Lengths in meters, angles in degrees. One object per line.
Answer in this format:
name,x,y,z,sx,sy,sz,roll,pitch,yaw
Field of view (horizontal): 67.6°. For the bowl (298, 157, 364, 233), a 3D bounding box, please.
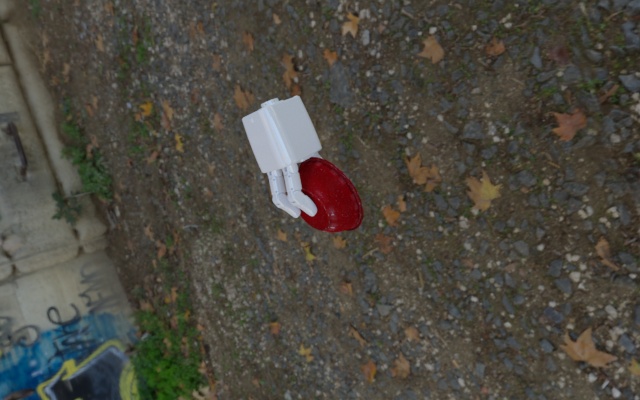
bowl,0.001,0.004,0.877,0.055,0.162,0.162,-39,22,-31
